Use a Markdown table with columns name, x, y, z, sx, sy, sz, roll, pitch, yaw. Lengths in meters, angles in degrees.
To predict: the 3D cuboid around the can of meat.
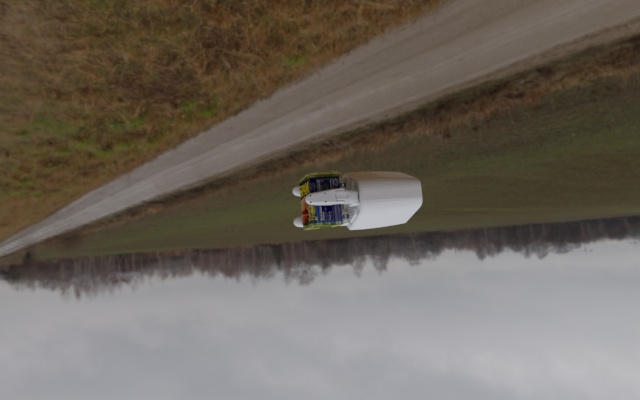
| name | x | y | z | sx | sy | sz | roll | pitch | yaw |
| --- | --- | --- | --- | --- | --- | --- | --- | --- | --- |
| can of meat | 0.000 | 0.003 | 0.780 | 0.057 | 0.084 | 0.102 | -4 | -5 | -14 |
